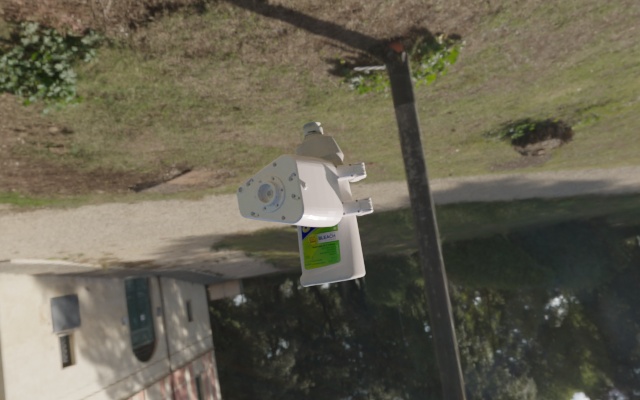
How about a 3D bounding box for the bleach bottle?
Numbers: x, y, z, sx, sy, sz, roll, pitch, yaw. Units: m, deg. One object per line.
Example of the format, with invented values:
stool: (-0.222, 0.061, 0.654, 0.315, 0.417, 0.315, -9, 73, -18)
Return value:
bleach bottle: (0.000, 0.002, 0.753, 0.102, 0.251, 0.068, -14, -9, 28)
